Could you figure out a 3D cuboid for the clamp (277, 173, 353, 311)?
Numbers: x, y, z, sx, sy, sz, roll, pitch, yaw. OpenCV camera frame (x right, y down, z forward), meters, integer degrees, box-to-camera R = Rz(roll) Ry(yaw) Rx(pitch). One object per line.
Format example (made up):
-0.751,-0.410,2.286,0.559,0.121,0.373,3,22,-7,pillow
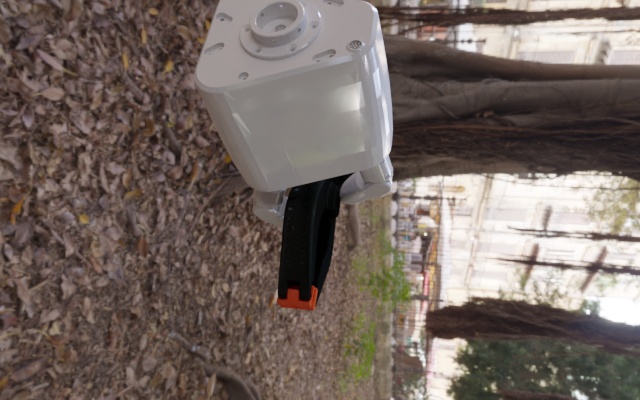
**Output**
0.001,0.002,0.430,0.036,0.210,0.165,2,-29,14,clamp
